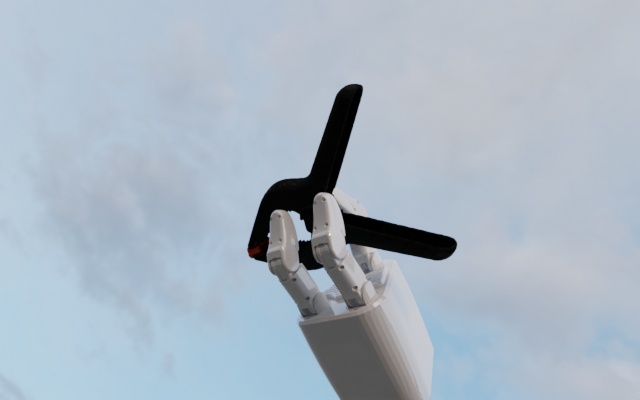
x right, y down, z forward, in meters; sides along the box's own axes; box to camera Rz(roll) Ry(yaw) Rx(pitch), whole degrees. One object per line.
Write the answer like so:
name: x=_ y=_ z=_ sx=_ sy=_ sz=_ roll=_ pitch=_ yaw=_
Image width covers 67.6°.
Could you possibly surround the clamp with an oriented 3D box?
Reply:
clamp: x=0.000 y=0.002 z=0.445 sx=0.210 sy=0.164 sz=0.036 roll=-21 pitch=8 yaw=36
